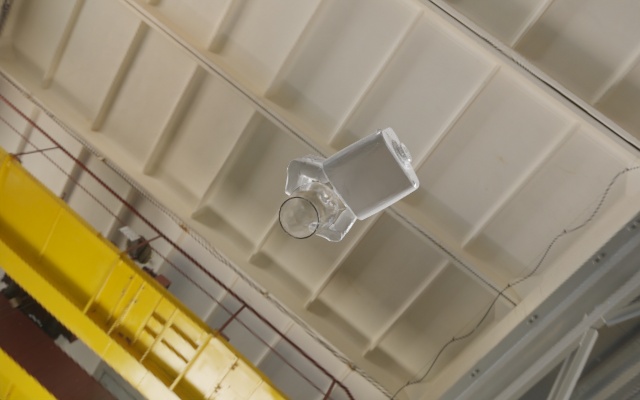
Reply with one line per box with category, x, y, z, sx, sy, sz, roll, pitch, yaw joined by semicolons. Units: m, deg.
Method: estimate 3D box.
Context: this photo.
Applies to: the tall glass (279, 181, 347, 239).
tall glass;0.000;0.002;0.765;0.079;0.079;0.201;0;13;19
